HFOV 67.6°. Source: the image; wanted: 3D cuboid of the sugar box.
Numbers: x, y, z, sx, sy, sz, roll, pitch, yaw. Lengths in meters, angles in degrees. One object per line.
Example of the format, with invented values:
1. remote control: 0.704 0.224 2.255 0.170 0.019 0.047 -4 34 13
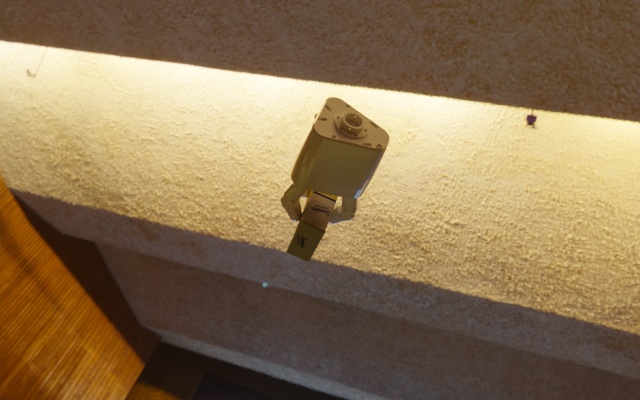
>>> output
1. sugar box: 0.000 0.002 0.778 0.048 0.176 0.093 25 -41 -1
